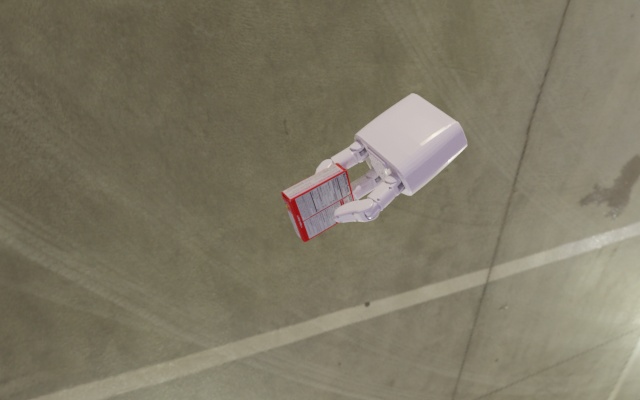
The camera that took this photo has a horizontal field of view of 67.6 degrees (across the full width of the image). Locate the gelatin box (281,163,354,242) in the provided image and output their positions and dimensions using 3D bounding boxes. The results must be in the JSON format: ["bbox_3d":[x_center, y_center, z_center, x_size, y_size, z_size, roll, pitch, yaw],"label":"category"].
[{"bbox_3d":[0.000,0.002,0.632,0.089,0.073,0.030,-30,38,-16],"label":"gelatin box"}]
